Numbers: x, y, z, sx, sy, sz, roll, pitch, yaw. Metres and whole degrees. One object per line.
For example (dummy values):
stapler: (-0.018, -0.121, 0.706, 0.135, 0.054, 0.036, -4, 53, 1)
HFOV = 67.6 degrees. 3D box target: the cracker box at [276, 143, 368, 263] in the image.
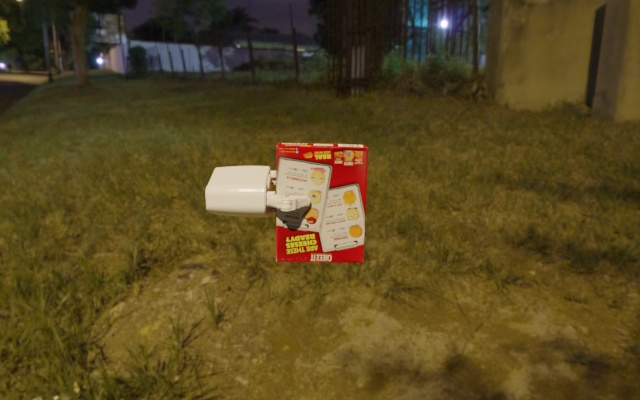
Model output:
cracker box: (0.000, 0.003, 0.881, 0.164, 0.214, 0.072, 1, 12, -1)
